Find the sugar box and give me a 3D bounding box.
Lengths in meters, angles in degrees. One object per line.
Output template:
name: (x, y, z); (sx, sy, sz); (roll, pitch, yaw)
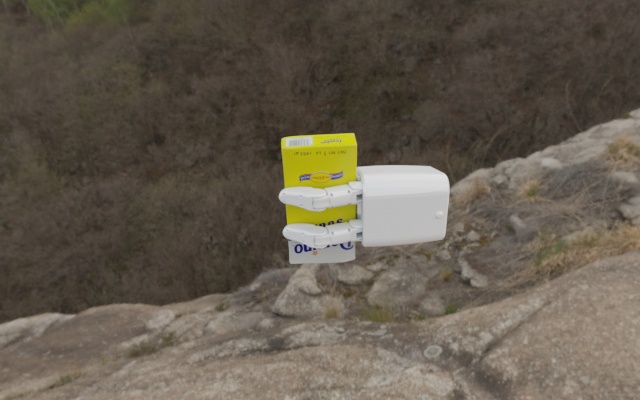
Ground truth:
sugar box: (0.000, 0.002, 0.627); (0.093, 0.176, 0.048); (-3, 28, 0)
